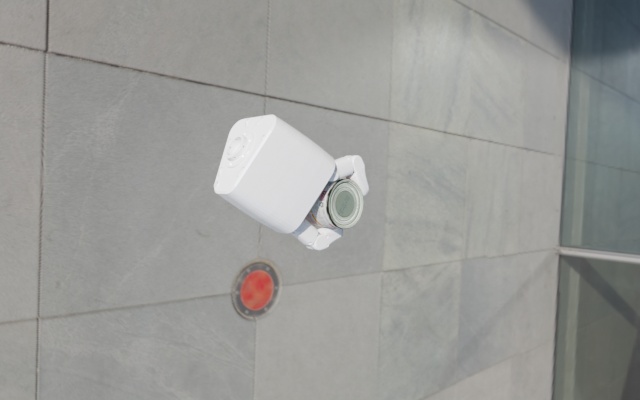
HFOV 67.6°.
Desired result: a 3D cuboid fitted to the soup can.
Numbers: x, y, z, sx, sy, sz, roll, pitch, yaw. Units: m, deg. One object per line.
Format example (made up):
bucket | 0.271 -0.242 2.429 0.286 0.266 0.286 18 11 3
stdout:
soup can | 0.001 0.002 0.654 0.068 0.068 0.102 0 2 -42
